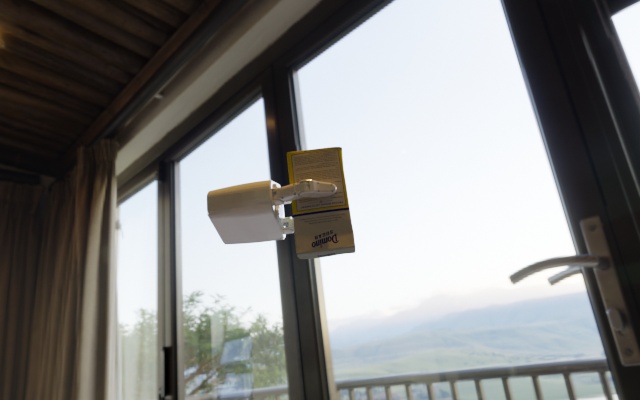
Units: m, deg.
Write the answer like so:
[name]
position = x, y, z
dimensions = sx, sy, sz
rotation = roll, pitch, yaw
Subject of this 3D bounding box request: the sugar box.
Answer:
[sugar box]
position = 0.000, 0.003, 0.772
dimensions = 0.093, 0.176, 0.048
rotation = -7, -19, 2
